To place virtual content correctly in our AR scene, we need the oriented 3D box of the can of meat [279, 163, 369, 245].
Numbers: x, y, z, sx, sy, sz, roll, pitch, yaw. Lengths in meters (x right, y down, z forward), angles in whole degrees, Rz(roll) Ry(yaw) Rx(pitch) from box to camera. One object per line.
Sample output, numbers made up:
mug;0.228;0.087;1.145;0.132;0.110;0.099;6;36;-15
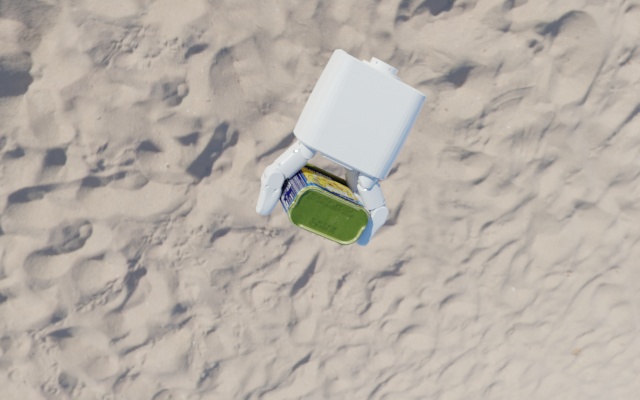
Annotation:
can of meat;0.000;0.002;0.571;0.102;0.057;0.084;23;16;-26
